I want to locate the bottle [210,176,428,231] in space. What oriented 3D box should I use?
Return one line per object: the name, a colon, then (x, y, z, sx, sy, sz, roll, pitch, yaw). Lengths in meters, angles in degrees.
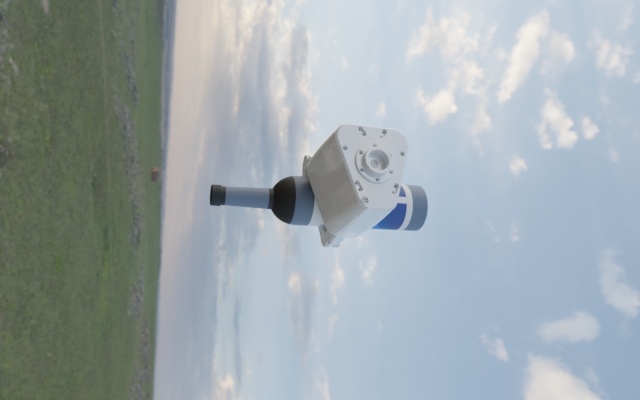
bottle: (0.000, 0.002, 0.653, 0.296, 0.069, 0.069, 4, -1, -17)
